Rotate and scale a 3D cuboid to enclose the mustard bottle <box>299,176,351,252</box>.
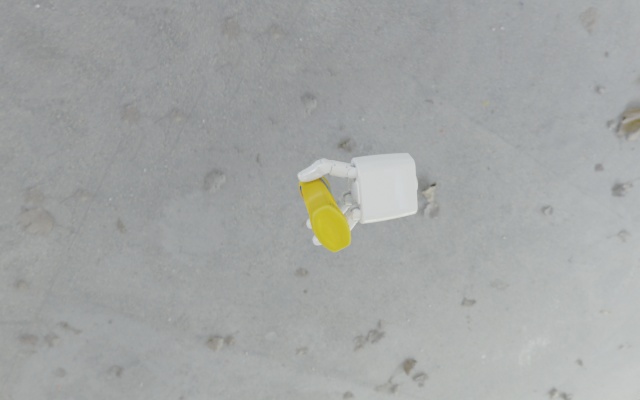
[{"bbox_3d":[0.000,0.003,0.854,0.058,0.096,0.191,-28,31,4],"label":"mustard bottle"}]
